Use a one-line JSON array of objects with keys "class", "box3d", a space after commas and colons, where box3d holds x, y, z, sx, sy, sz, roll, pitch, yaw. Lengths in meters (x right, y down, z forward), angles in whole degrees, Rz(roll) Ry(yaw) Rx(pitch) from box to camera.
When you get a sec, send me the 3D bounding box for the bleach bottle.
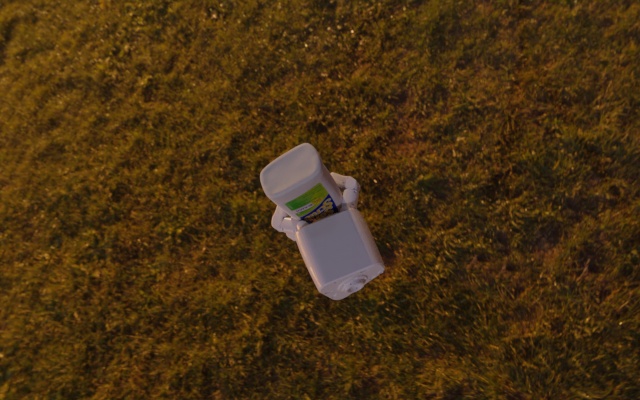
[{"class": "bleach bottle", "box3d": [0.000, 0.003, 0.807, 0.102, 0.068, 0.251, -30, -31, 10]}]
